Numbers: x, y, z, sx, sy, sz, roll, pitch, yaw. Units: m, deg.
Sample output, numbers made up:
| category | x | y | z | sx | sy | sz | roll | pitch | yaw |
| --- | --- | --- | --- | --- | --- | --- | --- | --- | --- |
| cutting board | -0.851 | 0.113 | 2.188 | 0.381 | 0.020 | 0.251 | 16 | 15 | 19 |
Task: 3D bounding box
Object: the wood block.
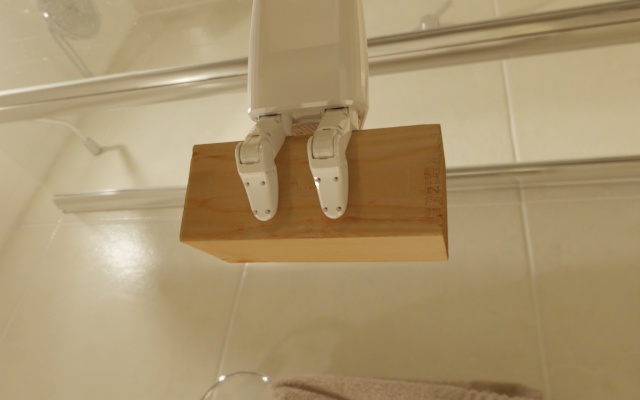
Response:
| category | x | y | z | sx | sy | sz | roll | pitch | yaw |
| --- | --- | --- | --- | --- | --- | --- | --- | --- | --- |
| wood block | 0.000 | 0.001 | 0.406 | 0.206 | 0.090 | 0.091 | -3 | -18 | 17 |
